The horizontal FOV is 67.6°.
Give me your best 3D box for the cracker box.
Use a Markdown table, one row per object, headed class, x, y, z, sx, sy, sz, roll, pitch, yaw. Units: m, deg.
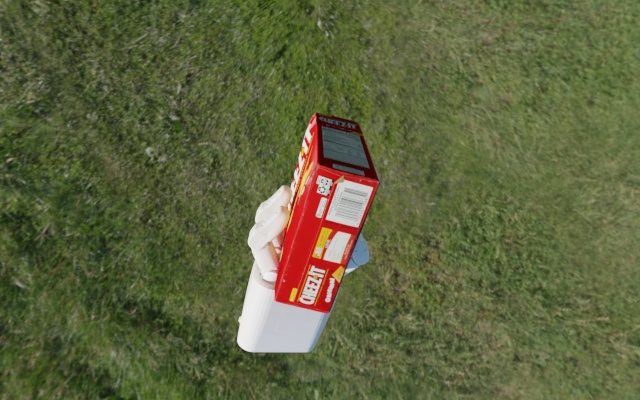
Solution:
| class | x | y | z | sx | sy | sz | roll | pitch | yaw |
| --- | --- | --- | --- | --- | --- | --- | --- | --- | --- |
| cracker box | 0.000 | 0.002 | 0.573 | 0.072 | 0.164 | 0.213 | 15 | 23 | -8 |
